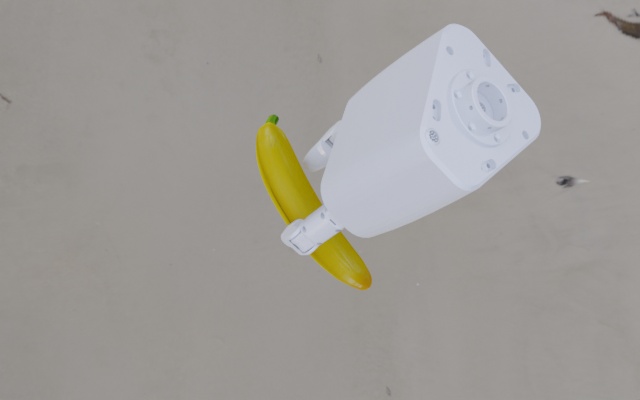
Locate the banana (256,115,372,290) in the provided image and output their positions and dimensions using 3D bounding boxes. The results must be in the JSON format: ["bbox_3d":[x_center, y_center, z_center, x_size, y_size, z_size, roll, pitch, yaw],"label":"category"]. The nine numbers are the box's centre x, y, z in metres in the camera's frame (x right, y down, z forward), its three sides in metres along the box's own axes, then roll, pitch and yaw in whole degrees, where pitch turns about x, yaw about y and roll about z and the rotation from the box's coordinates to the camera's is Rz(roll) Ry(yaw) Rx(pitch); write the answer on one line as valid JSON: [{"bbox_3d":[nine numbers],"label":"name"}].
[{"bbox_3d":[-0.012,0.003,0.445,0.037,0.198,0.069,-31,-6,35],"label":"banana"}]
